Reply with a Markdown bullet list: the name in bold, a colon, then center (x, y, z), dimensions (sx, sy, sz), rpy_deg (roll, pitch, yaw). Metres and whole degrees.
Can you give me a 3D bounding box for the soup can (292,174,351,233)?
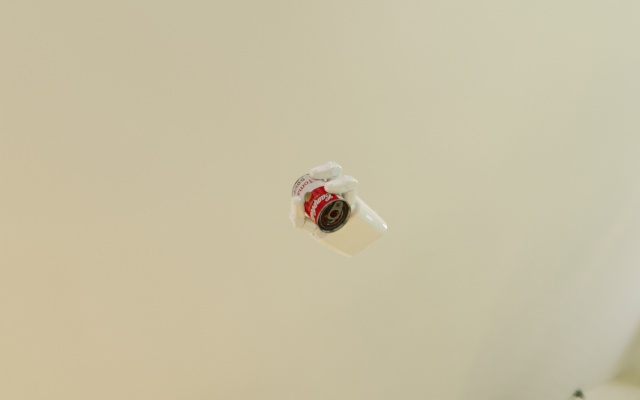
- **soup can**: center (0.000, 0.003, 0.855), dimensions (0.068, 0.068, 0.102), rpy_deg (0, 30, -34)
